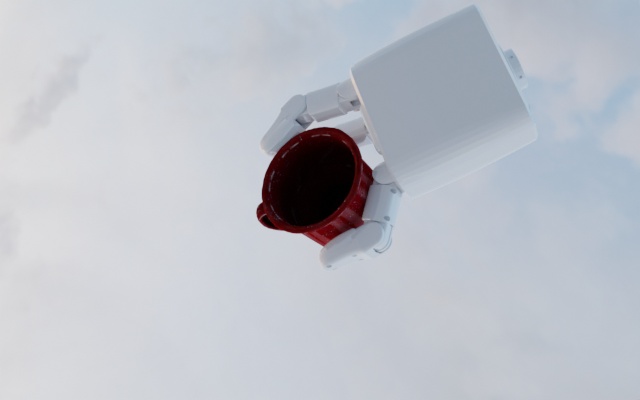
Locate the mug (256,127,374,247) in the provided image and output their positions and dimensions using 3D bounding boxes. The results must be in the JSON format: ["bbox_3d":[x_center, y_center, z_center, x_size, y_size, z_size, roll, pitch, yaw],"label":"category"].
[{"bbox_3d":[-0.001,0.002,0.416,0.117,0.093,0.081,-24,-32,21],"label":"mug"}]
